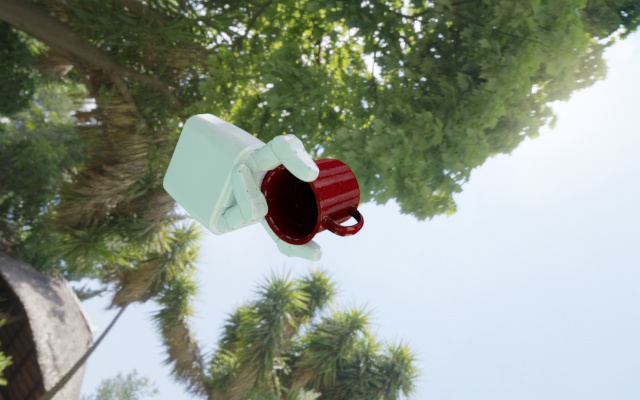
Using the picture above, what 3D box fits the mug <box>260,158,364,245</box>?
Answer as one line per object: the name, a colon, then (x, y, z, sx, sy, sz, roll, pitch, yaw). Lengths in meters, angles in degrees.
mug: (0.001, 0.002, 0.543, 0.117, 0.093, 0.081, 33, 32, 30)
